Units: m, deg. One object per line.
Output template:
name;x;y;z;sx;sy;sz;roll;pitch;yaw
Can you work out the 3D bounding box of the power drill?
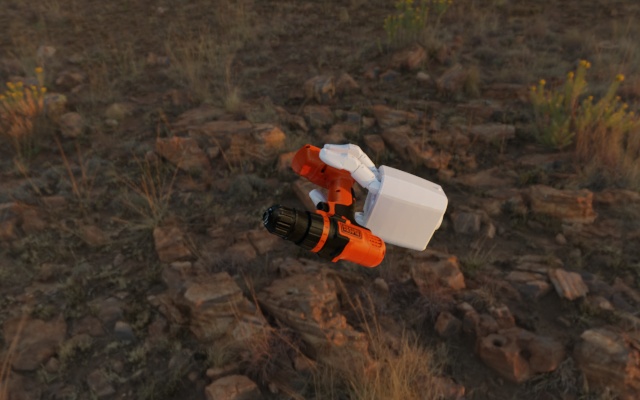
power drill;0.000;0.002;0.697;0.184;0.187;0.057;22;-51;-26
